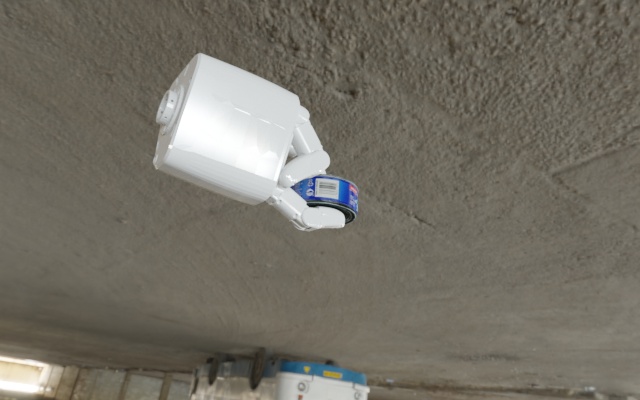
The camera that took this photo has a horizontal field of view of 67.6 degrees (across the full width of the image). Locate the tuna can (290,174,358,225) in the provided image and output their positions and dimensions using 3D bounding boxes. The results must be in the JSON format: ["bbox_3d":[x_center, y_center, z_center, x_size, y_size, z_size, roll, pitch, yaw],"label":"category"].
[{"bbox_3d":[0.000,0.002,0.545,0.086,0.033,0.086,3,-21,1],"label":"tuna can"}]
